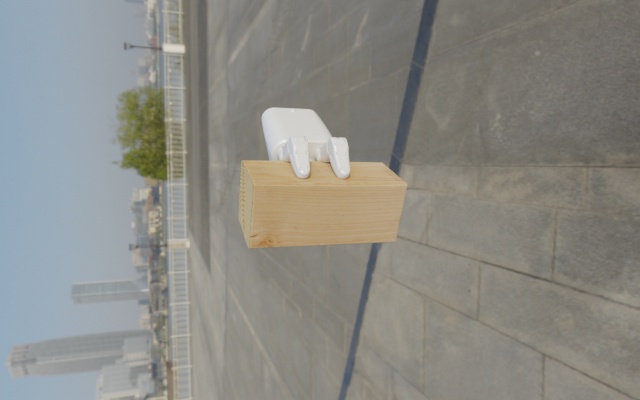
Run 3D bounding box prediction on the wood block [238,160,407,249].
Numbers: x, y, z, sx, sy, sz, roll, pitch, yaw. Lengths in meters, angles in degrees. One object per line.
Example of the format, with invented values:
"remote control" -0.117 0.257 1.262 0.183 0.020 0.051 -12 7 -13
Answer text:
"wood block" 0.000 0.002 0.649 0.206 0.091 0.090 -1 25 -19
